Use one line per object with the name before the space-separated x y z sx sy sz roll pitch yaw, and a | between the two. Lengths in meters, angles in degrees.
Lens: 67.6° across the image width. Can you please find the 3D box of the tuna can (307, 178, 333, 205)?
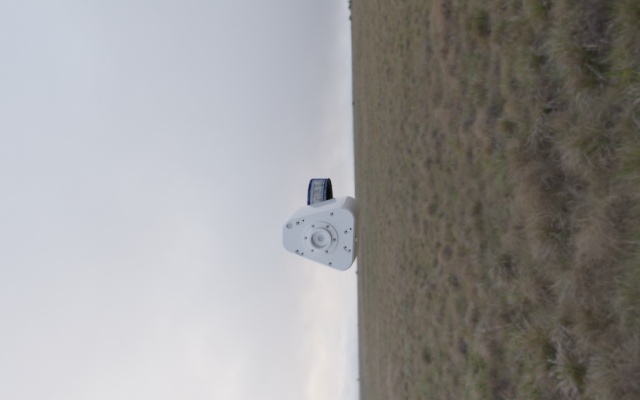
tuna can | 0.000 0.003 0.847 0.034 0.086 0.086 0 0 10
